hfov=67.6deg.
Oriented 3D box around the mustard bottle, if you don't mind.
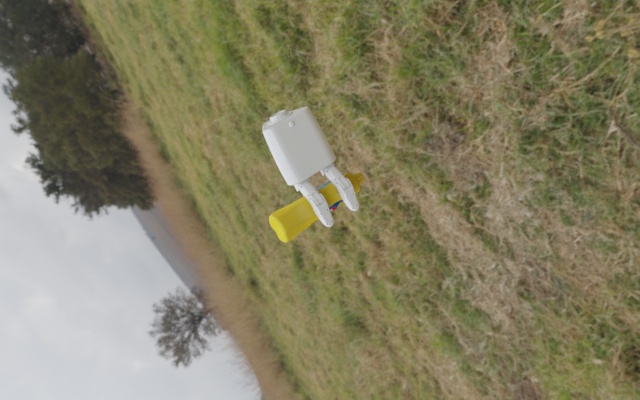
[{"bbox_3d":[0.000,0.003,0.874,0.191,0.058,0.096,-32,-6,-15],"label":"mustard bottle"}]
